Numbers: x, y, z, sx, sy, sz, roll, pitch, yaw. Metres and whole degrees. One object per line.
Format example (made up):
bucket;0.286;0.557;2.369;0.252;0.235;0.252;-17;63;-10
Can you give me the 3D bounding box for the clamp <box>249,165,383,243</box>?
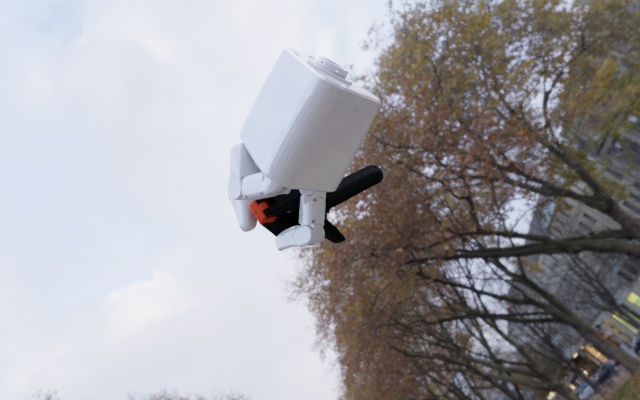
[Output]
clamp;0.000;0.002;0.556;0.171;0.120;0.039;5;31;-51
